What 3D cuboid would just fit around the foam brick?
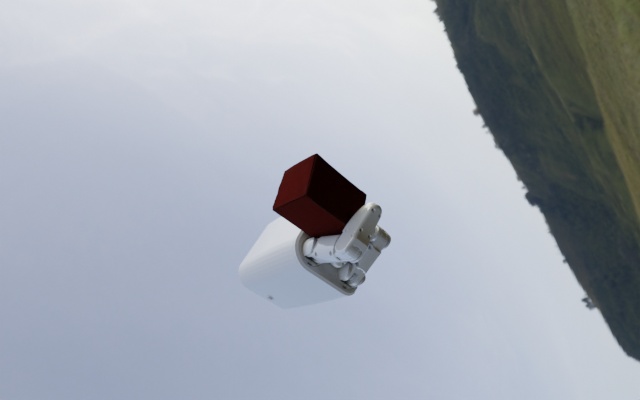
[{"bbox_3d":[0.000,0.001,0.480,0.051,0.053,0.078,-21,-48,41],"label":"foam brick"}]
